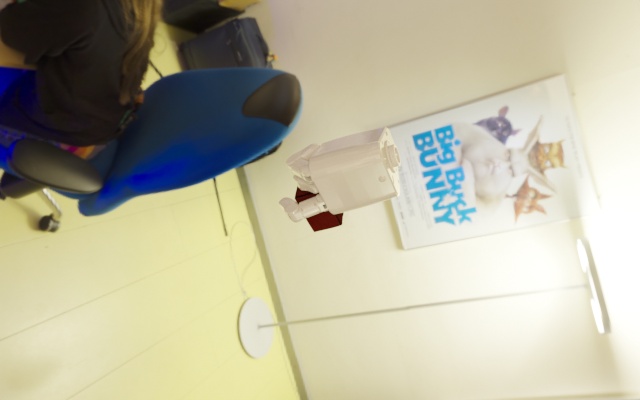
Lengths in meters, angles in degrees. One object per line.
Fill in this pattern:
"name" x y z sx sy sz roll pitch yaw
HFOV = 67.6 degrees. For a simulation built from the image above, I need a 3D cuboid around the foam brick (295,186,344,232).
"foam brick" 0.000 0.003 0.764 0.051 0.078 0.053 -15 36 19
